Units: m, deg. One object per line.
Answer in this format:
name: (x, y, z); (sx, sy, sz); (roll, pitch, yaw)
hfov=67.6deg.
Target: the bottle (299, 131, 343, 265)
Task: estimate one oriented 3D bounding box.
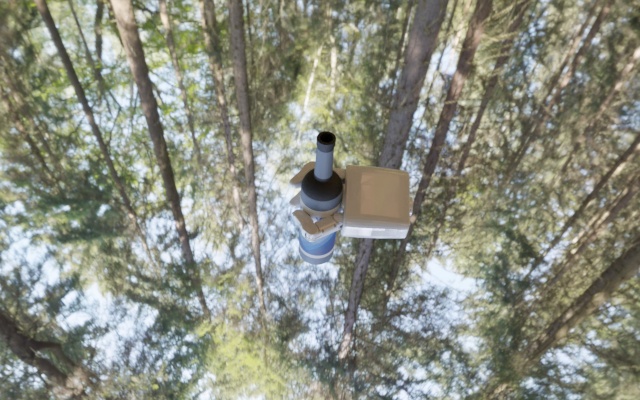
bottle: (0.000, 0.003, 0.782); (0.069, 0.069, 0.296); (0, -38, -4)
